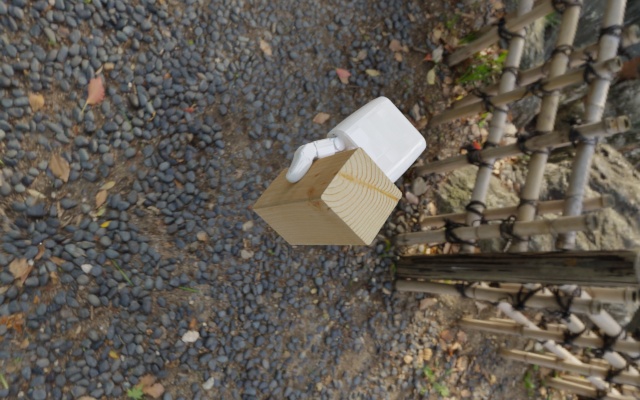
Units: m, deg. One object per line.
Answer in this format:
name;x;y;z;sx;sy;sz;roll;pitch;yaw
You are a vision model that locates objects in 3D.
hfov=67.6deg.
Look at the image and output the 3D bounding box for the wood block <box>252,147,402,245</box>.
wood block;0.000;0.002;0.668;0.091;0.090;0.206;46;-25;-19
